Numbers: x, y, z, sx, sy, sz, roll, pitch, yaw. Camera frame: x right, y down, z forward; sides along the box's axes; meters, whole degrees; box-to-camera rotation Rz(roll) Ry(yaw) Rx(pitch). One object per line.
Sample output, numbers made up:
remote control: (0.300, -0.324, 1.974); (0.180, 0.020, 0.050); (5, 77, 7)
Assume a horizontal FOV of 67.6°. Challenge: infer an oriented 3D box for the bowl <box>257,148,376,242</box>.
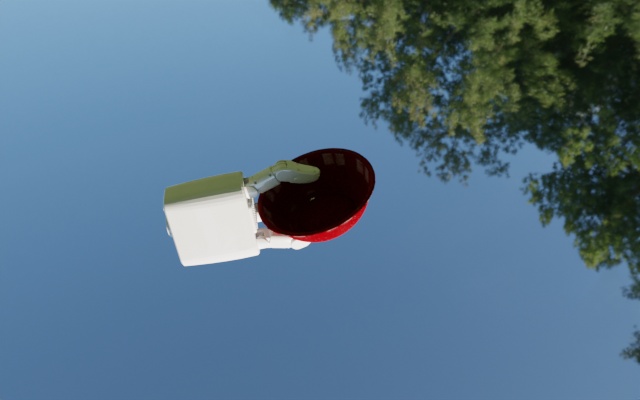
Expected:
bowl: (0.002, 0.002, 0.640); (0.162, 0.162, 0.055); (0, -43, 25)
